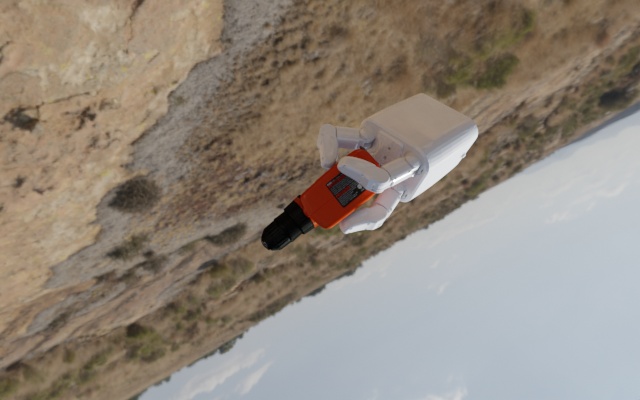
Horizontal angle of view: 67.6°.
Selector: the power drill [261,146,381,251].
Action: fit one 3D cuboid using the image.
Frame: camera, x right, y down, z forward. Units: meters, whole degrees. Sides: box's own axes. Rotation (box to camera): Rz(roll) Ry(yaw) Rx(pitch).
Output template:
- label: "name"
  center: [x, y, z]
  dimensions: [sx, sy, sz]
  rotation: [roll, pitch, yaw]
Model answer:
- label: "power drill"
  center: [0.000, 0.002, 0.637]
  dimensions: [0.184, 0.057, 0.187]
  rotation: [-41, 4, -11]
